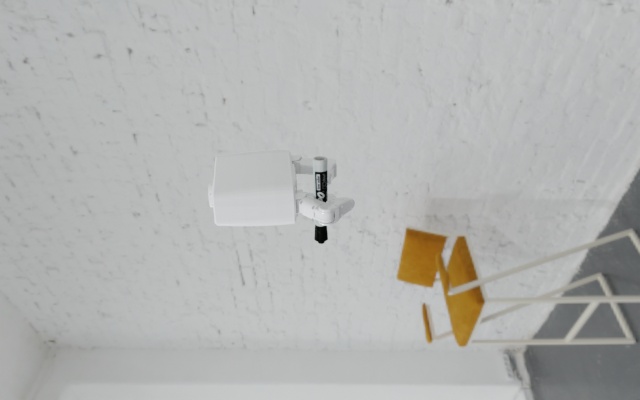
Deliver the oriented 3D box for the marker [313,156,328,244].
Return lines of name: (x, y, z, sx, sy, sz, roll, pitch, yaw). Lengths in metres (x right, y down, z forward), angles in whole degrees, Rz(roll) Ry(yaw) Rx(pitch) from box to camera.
marker: (0.000, 0.002, 0.626, 0.020, 0.121, 0.020, -1, 24, 0)
